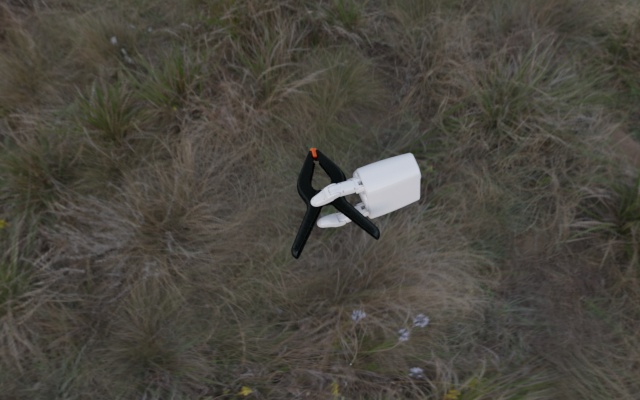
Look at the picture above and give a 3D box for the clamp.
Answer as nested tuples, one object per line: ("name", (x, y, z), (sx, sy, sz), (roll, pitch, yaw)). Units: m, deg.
("clamp", (0.000, 0.002, 0.896), (0.164, 0.210, 0.036), (-20, -19, -2))
